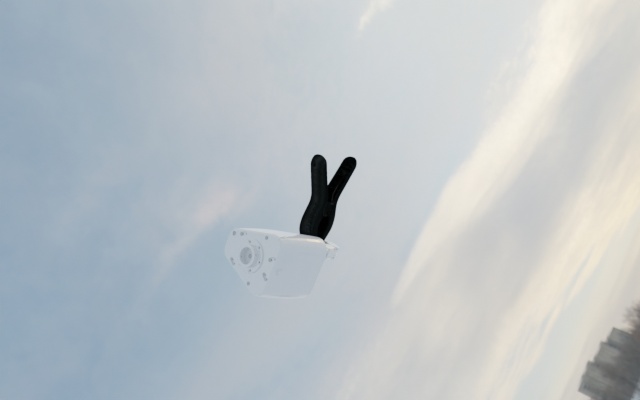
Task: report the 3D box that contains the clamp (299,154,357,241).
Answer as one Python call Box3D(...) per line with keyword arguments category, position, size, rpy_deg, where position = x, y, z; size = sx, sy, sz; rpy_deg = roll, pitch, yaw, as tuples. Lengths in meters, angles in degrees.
Box3D(category="clamp", position=(0.000, 0.002, 0.756), size=(0.039, 0.171, 0.120), rpy_deg=(21, 5, 34))
